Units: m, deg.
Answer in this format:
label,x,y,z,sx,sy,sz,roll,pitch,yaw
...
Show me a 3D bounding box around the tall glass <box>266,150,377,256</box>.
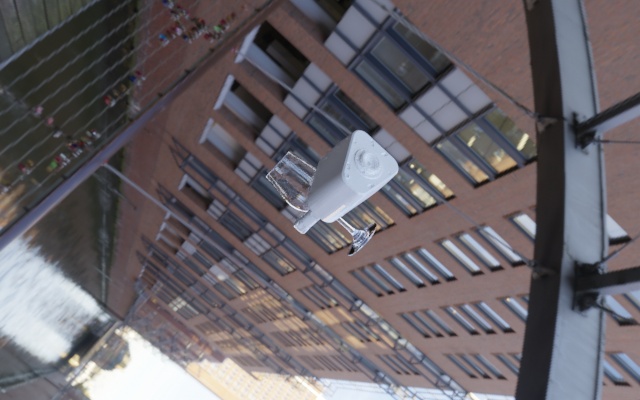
label,x,y,z,sx,sy,sz,roll,pitch,yaw
tall glass,0.001,0.003,0.827,0.201,0.079,0.079,42,-6,-7
